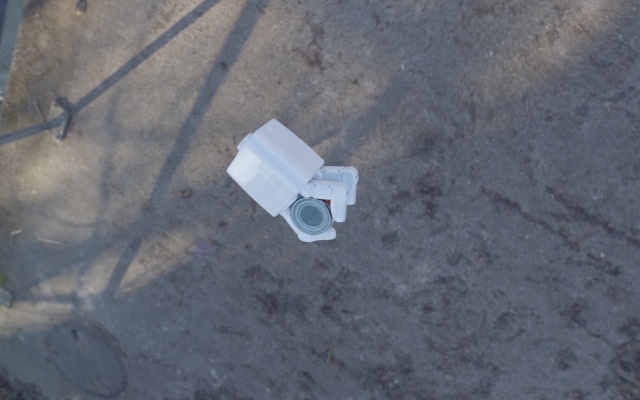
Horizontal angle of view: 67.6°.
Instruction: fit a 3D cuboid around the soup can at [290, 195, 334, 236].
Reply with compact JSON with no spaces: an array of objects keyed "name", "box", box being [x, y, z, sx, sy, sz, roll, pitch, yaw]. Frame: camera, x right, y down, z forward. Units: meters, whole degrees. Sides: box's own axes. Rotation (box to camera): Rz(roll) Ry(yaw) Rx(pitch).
[{"name":"soup can","box":[0.000,0.003,0.757,0.068,0.068,0.102,0,25,19]}]
